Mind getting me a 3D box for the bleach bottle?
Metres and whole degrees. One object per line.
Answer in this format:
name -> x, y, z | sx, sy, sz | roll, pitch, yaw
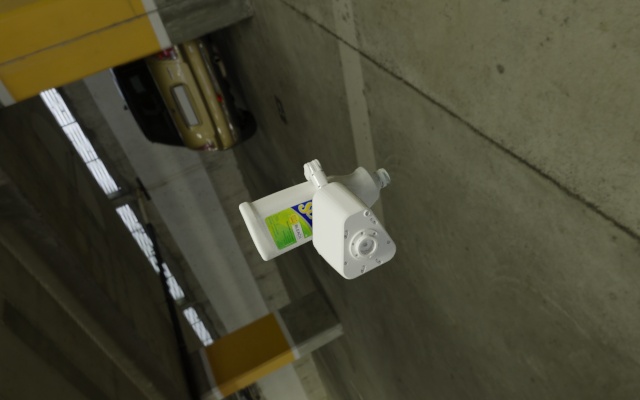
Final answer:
bleach bottle -> 0.000, 0.003, 0.796 | 0.251, 0.103, 0.068 | -25, 28, -12
